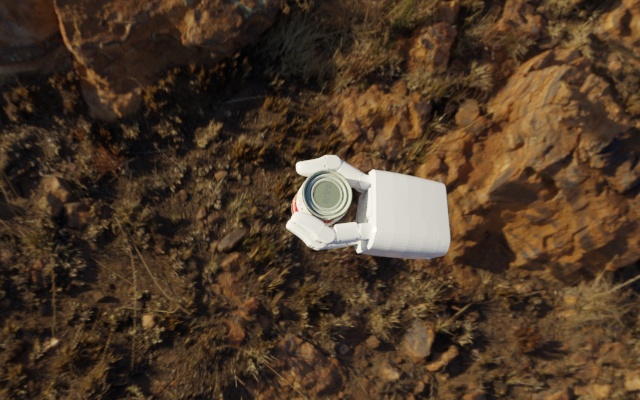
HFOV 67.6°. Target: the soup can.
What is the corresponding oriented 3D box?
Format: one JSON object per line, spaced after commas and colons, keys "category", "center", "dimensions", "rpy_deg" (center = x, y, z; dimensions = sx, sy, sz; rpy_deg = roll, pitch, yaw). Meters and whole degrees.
{"category": "soup can", "center": [0.000, 0.002, 0.653], "dimensions": [0.068, 0.068, 0.102], "rpy_deg": [0, -11, -11]}
